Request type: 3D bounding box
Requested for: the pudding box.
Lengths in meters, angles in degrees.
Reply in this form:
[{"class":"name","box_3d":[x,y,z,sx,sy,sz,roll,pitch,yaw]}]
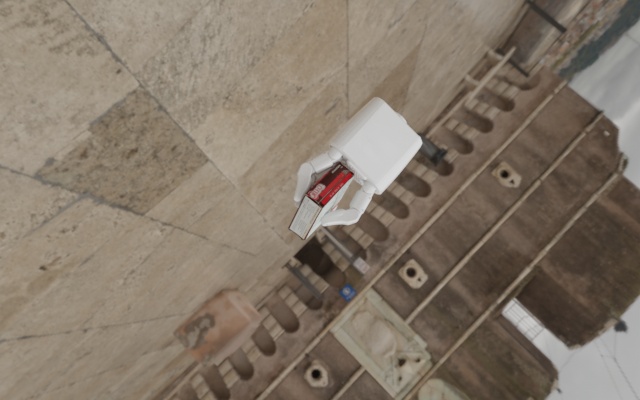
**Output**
[{"class":"pudding box","box_3d":[0.000,0.003,0.750,0.090,0.039,0.114,-44,-12,-34]}]
